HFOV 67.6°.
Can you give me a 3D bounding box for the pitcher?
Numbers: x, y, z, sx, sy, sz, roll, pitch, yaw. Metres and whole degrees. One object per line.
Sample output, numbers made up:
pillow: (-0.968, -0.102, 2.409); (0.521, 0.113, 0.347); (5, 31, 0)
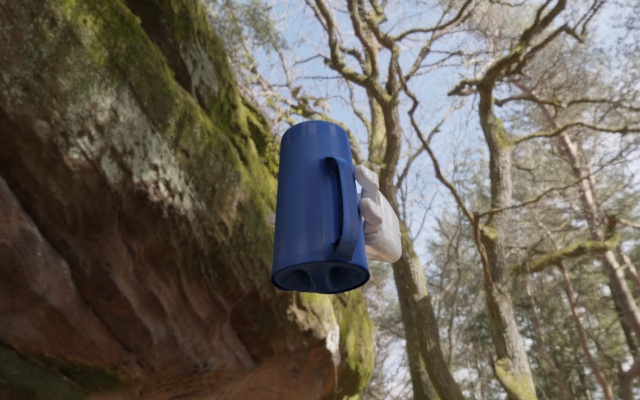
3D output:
pitcher: (0.000, 0.002, 0.686); (0.149, 0.242, 0.145); (-14, -31, 21)
